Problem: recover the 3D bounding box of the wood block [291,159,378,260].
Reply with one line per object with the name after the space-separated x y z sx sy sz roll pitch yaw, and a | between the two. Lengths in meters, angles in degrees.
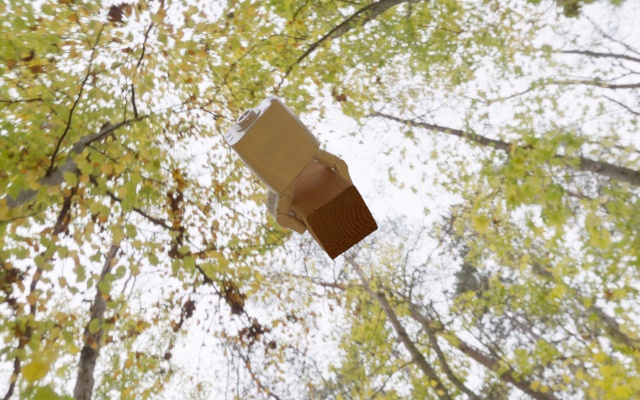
0.000 0.002 0.797 0.091 0.090 0.206 -35 26 -6 | wood block
